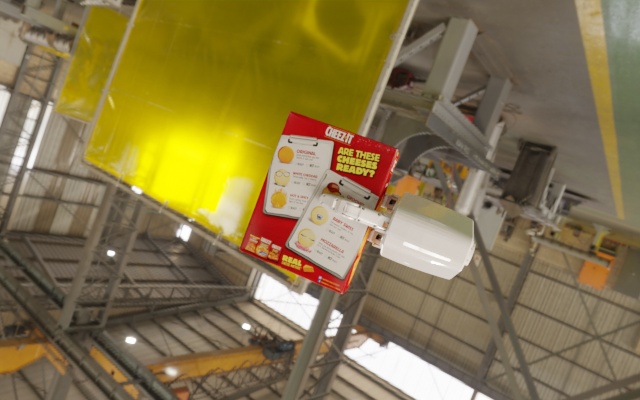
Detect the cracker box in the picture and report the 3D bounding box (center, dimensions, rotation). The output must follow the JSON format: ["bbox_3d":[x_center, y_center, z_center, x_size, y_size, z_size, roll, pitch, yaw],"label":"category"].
[{"bbox_3d":[0.000,0.002,0.690,0.164,0.214,0.072,21,3,10],"label":"cracker box"}]
